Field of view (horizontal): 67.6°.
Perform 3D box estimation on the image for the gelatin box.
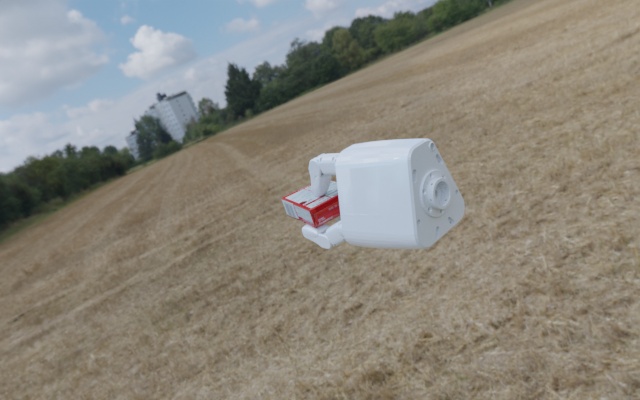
[{"bbox_3d":[0.000,0.002,0.644,0.073,0.030,0.089,-26,22,-23],"label":"gelatin box"}]
